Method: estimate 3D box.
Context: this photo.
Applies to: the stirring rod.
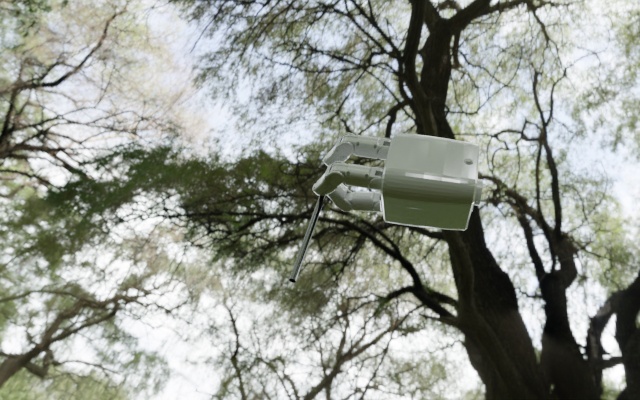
[{"bbox_3d":[0.000,0.002,0.605,0.011,0.239,0.011,11,-41,10],"label":"stirring rod"}]
